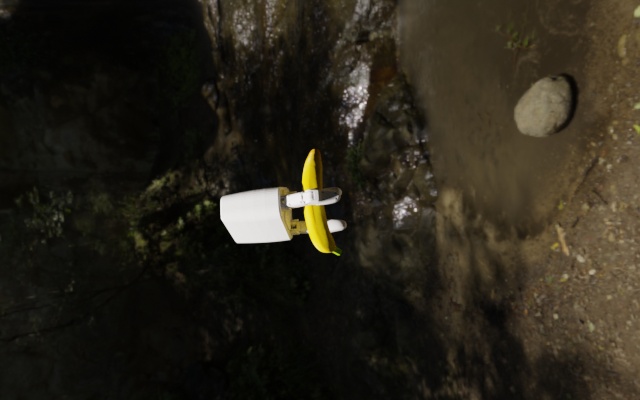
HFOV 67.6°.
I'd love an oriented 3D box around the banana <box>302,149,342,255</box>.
[{"bbox_3d":[-0.005,0.009,0.841,0.037,0.198,0.069,-9,6,21],"label":"banana"}]
